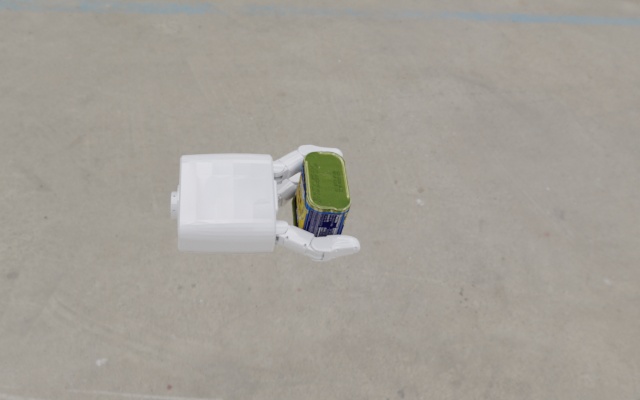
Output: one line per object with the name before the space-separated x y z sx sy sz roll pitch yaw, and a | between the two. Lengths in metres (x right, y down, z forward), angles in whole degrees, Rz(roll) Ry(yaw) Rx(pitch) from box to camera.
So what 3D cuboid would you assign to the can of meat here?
can of meat | 0.000 0.002 0.581 0.057 0.102 0.084 3 -42 -11
